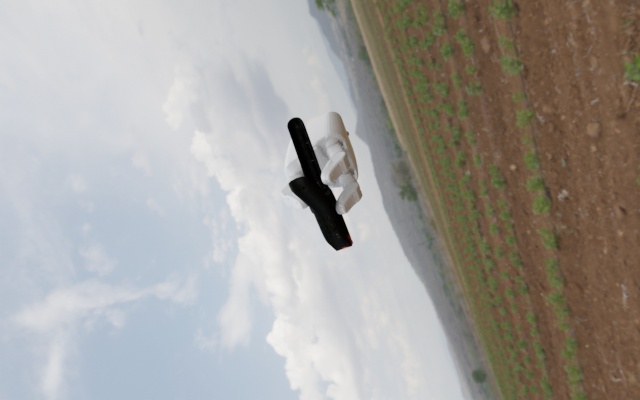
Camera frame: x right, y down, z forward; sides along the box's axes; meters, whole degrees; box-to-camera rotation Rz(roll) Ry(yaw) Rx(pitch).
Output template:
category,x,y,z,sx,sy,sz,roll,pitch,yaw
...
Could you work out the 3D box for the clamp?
category,x,y,z,sx,sy,sz,roll,pitch,yaw
clamp,0.000,0.003,0.680,0.036,0.210,0.164,-19,30,11
